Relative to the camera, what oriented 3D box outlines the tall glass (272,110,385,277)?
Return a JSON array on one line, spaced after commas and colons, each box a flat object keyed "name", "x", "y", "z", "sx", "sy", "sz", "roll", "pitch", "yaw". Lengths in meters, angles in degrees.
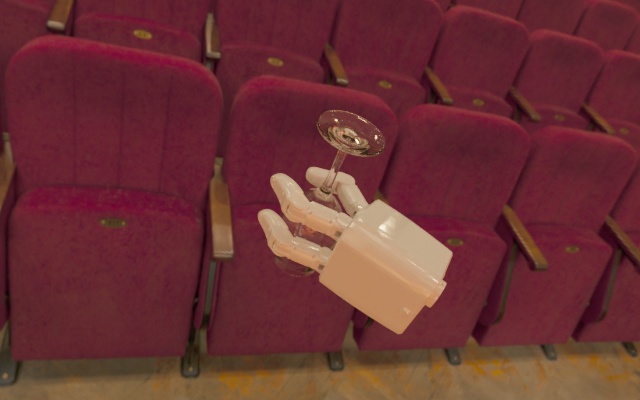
[{"name": "tall glass", "x": 0.000, "y": 0.001, "z": 0.543, "sx": 0.079, "sy": 0.201, "sz": 0.079, "roll": 14, "pitch": 40, "yaw": -12}]
